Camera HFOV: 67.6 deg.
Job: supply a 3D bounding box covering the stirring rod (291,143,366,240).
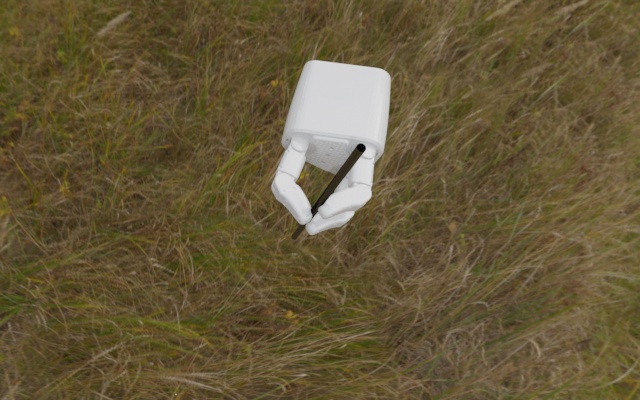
[{"bbox_3d":[0.000,0.002,0.486,0.011,0.011,0.240,0,-21,-17],"label":"stirring rod"}]
